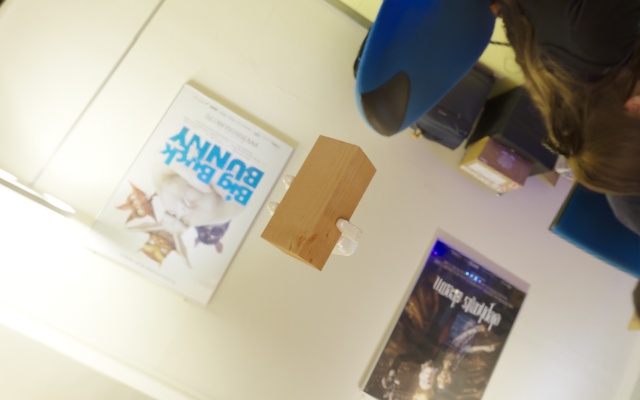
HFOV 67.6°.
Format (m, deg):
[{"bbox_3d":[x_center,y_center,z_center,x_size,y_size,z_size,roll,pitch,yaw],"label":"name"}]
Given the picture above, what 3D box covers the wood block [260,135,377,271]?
[{"bbox_3d":[0.000,0.003,0.824,0.091,0.206,0.090,21,-13,35],"label":"wood block"}]
